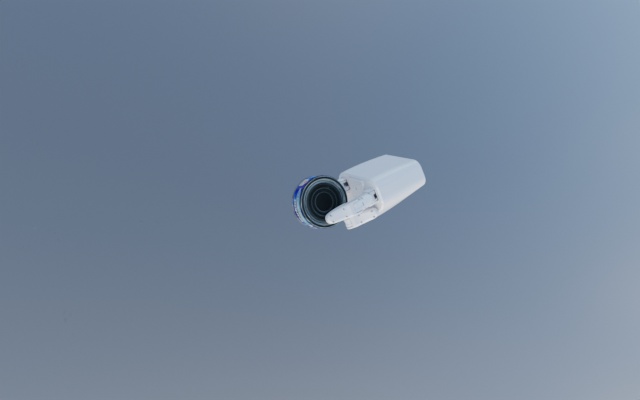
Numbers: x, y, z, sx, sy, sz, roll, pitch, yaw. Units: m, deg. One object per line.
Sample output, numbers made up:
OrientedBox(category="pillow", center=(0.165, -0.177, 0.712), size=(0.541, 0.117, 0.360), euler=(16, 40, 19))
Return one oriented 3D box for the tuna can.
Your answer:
OrientedBox(category="tuna can", center=(0.000, 0.003, 0.760), size=(0.086, 0.086, 0.034), euler=(0, -1, -26))
